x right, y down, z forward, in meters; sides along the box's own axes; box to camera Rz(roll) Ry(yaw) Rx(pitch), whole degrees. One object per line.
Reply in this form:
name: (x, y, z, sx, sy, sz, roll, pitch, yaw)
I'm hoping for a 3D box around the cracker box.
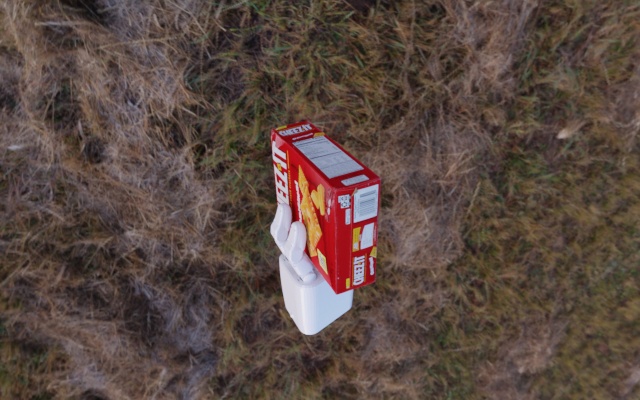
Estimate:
cracker box: (0.000, 0.002, 0.680, 0.072, 0.164, 0.213, -15, 34, -22)
